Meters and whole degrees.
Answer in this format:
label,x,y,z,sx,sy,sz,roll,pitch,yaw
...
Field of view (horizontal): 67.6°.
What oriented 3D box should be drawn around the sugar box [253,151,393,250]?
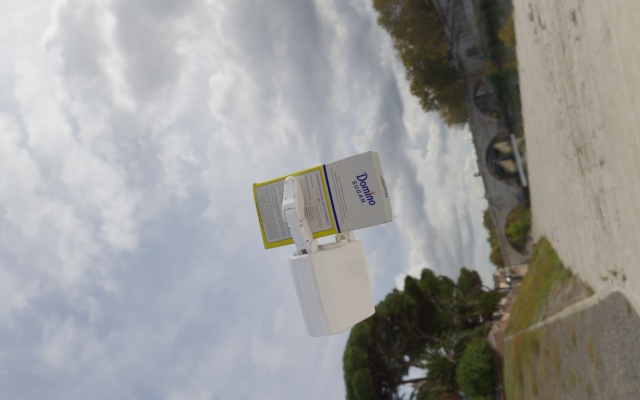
label,x,y,z,sx,sy,sz,roll,pitch,yaw
sugar box,0.000,0.002,0.628,0.176,0.093,0.048,-13,-3,22
